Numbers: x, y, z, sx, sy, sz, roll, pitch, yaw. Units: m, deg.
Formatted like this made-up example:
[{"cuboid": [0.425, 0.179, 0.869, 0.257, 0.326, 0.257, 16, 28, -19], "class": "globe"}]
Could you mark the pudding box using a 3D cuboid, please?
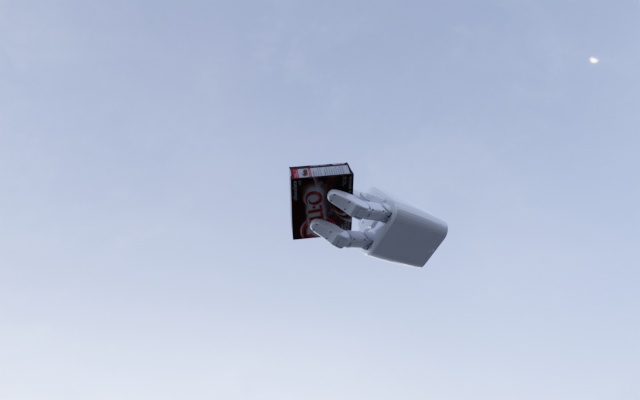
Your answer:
[{"cuboid": [0.000, 0.002, 0.699, 0.090, 0.114, 0.039, -6, 34, -8], "class": "pudding box"}]
